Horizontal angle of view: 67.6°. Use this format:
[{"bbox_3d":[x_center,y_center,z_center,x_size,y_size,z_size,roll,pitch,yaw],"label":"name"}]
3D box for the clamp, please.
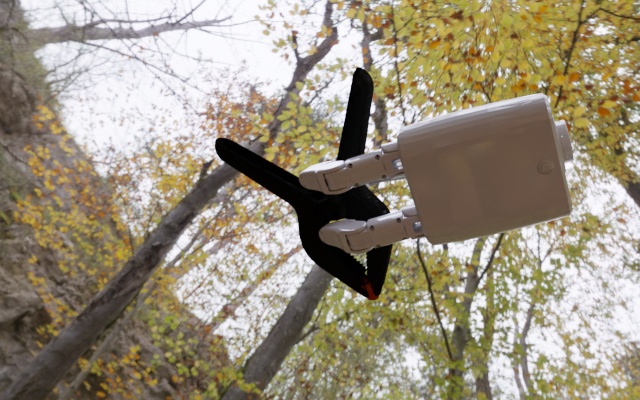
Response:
[{"bbox_3d":[0.001,0.002,0.451,0.164,0.210,0.036,-14,17,24],"label":"clamp"}]
